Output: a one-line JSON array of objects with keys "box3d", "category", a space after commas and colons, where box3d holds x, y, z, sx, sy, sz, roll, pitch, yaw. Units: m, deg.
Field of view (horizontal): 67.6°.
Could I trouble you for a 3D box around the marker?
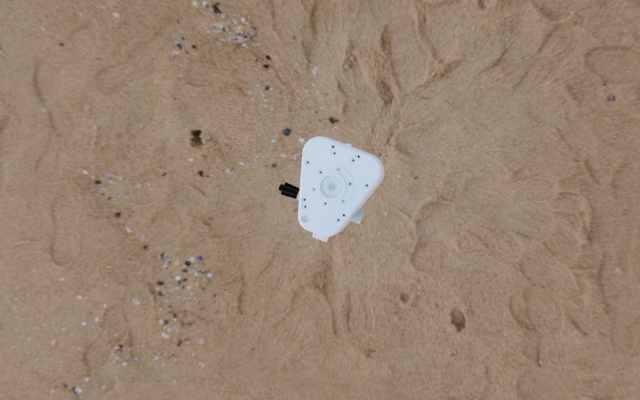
[{"box3d": [0.000, 0.002, 0.653, 0.121, 0.020, 0.020, 21, 2, 5], "category": "marker"}]
